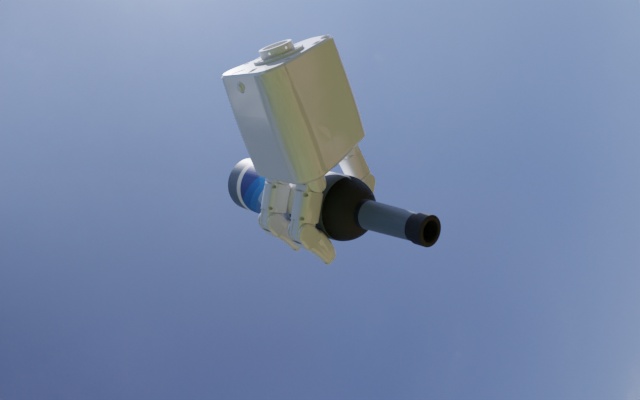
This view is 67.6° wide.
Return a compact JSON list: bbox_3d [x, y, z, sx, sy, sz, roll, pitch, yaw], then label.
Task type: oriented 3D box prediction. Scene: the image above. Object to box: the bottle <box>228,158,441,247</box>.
[{"bbox_3d":[0.000,0.002,0.504,0.069,0.069,0.295,0,9,-38],"label":"bottle"}]
